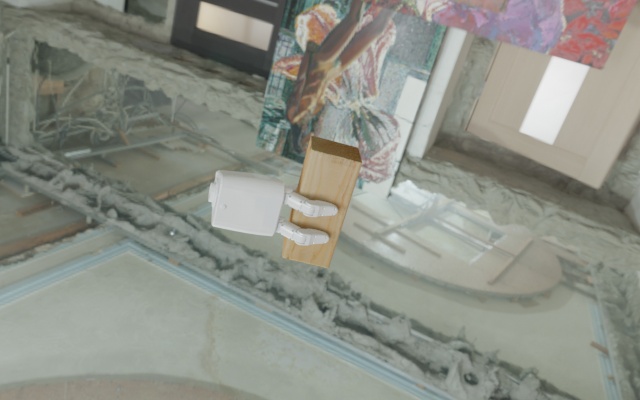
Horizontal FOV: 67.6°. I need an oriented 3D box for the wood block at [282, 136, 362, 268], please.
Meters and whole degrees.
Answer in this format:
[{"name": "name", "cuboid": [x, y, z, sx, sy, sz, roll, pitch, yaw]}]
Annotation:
[{"name": "wood block", "cuboid": [0.000, 0.003, 0.850, 0.090, 0.206, 0.090, 14, 22, -7]}]
